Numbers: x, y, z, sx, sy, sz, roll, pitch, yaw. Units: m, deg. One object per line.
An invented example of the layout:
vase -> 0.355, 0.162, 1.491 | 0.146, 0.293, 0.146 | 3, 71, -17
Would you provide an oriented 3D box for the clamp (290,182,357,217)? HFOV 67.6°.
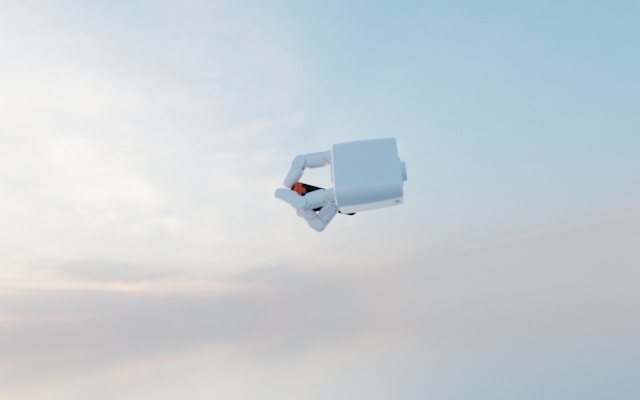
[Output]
clamp -> 0.000, 0.002, 0.852 | 0.120, 0.039, 0.171 | -7, -13, 9
